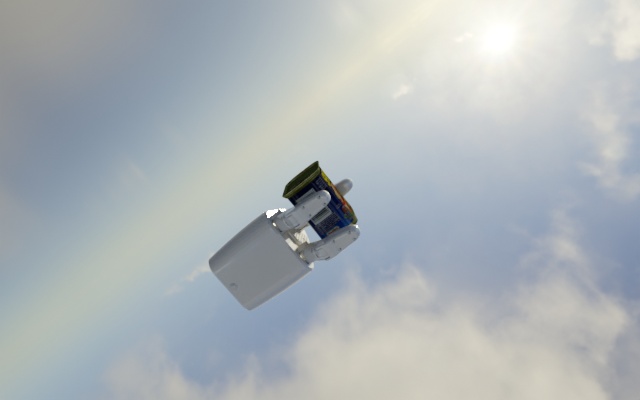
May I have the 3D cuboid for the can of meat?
[{"bbox_3d":[0.000,0.002,0.619,0.057,0.084,0.102,-38,10,6],"label":"can of meat"}]
